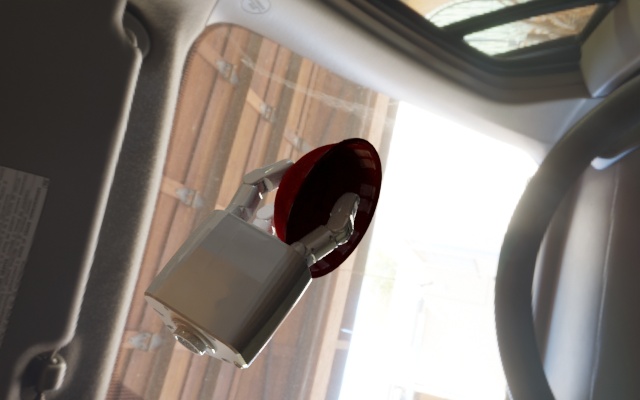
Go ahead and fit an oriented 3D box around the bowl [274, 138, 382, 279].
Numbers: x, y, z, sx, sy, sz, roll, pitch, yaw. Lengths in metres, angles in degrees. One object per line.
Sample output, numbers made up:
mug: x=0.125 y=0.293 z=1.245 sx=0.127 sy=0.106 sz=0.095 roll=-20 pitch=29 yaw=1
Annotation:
bowl: x=0.001 y=0.001 z=0.525 sx=0.055 sy=0.162 sz=0.162 roll=26 pitch=15 yaw=34
